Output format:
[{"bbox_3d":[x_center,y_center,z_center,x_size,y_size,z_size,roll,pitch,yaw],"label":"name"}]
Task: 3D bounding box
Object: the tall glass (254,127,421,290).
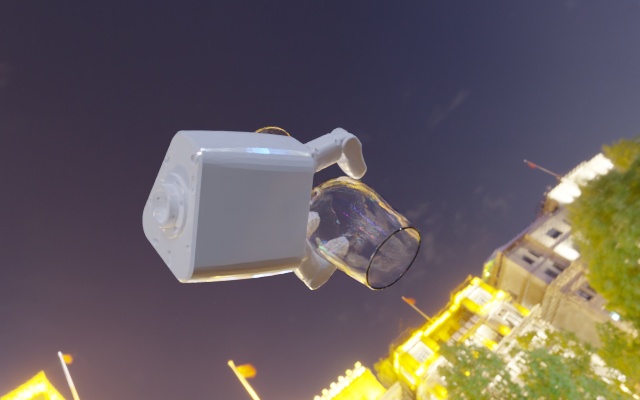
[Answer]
[{"bbox_3d":[0.000,0.001,0.454,0.079,0.079,0.201,0,28,-44],"label":"tall glass"}]
